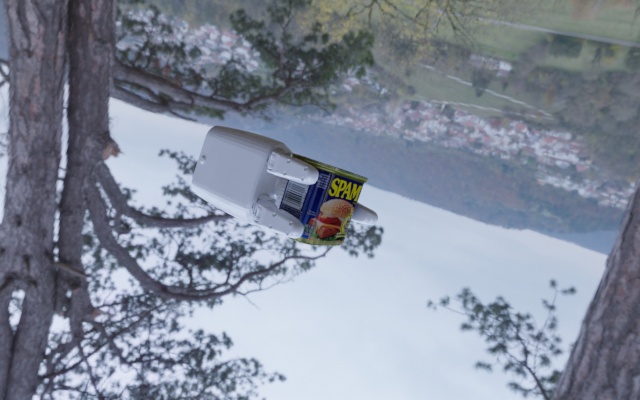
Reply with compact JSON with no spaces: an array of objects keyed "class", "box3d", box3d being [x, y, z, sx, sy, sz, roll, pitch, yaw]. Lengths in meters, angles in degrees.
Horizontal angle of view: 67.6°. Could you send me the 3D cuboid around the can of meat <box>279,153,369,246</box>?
[{"class":"can of meat","box3d":[0.000,0.002,0.523,0.057,0.084,0.102,22,5,30]}]
